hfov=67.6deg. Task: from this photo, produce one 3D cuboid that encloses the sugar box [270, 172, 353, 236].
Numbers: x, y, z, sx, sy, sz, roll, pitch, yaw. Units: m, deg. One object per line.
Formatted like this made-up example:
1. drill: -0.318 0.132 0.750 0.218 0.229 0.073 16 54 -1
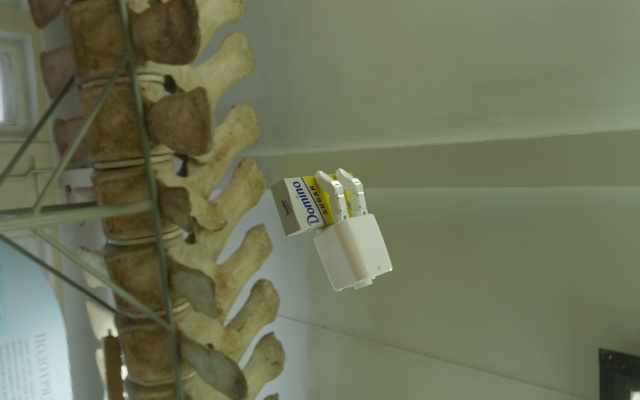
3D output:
1. sugar box: 0.001 0.003 0.855 0.048 0.093 0.176 -27 -12 40
